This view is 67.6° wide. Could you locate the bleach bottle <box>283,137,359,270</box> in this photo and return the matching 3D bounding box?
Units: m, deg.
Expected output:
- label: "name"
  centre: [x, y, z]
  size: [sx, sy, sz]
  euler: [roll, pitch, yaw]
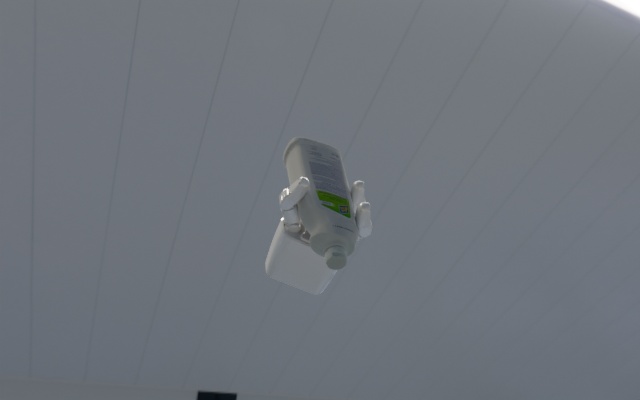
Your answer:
- label: "bleach bottle"
  centre: [0.000, 0.002, 0.744]
  size: [0.102, 0.068, 0.250]
  euler: [13, 37, -19]
